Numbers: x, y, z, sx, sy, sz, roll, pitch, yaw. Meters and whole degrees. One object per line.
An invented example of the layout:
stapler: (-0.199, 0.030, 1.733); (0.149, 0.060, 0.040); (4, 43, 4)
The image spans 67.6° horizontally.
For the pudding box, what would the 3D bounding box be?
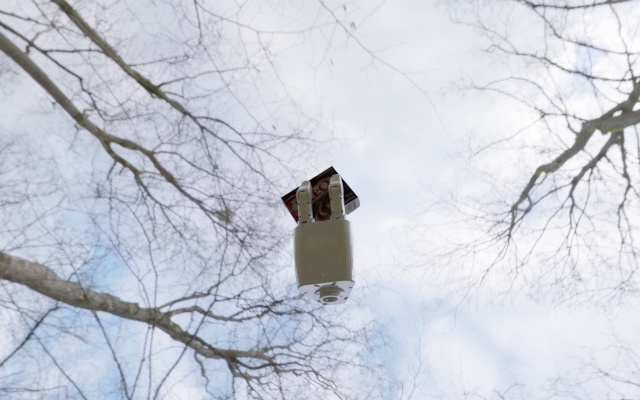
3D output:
pudding box: (0.000, 0.003, 0.842); (0.113, 0.090, 0.039); (-31, -35, -8)
